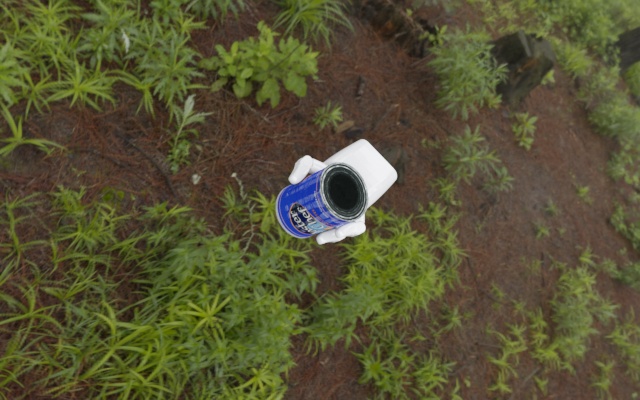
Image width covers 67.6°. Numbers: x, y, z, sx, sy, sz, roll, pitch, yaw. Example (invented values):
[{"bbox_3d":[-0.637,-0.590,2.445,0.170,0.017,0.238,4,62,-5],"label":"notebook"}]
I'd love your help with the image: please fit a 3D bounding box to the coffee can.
[{"bbox_3d":[0.000,0.003,0.838,0.103,0.102,0.140,0,-15,-37],"label":"coffee can"}]
